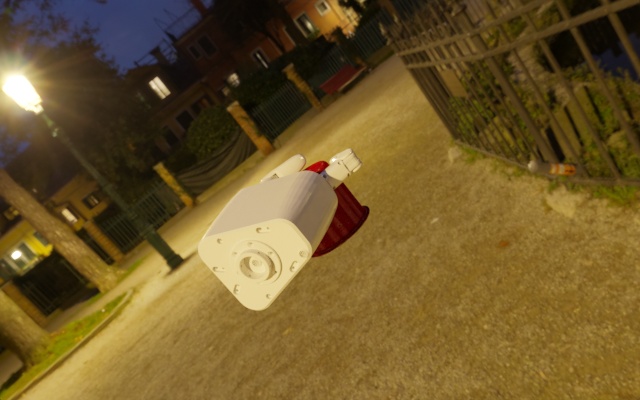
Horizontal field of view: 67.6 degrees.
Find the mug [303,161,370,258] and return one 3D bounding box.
[{"bbox_3d":[0.000,0.001,0.581,0.093,0.081,0.117,-33,14,24],"label":"mug"}]
